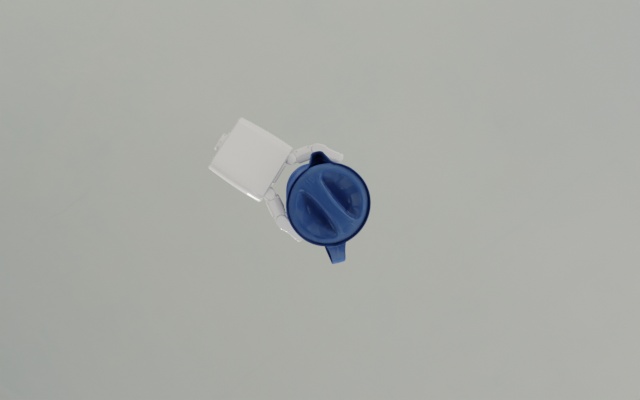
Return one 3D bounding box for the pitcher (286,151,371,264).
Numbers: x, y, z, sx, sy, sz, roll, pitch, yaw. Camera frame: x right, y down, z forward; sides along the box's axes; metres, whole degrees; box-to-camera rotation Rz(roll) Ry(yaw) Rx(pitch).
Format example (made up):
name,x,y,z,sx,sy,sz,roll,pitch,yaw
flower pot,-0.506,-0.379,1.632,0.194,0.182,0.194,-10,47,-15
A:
name,x,y,z,sx,sy,sz,roll,pitch,yaw
pitcher,0.000,0.003,0.852,0.145,0.149,0.243,31,2,-10
